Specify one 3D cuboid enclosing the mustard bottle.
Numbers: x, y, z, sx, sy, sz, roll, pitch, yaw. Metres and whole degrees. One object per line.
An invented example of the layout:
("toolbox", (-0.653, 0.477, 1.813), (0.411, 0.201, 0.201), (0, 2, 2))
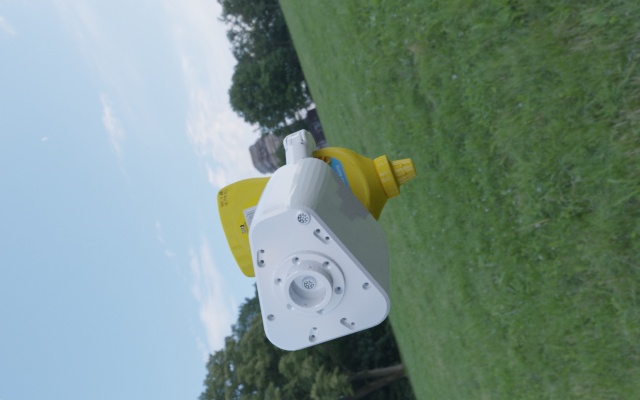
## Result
("mustard bottle", (0.000, 0.002, 0.467), (0.191, 0.096, 0.058), (-21, -7, 11))
